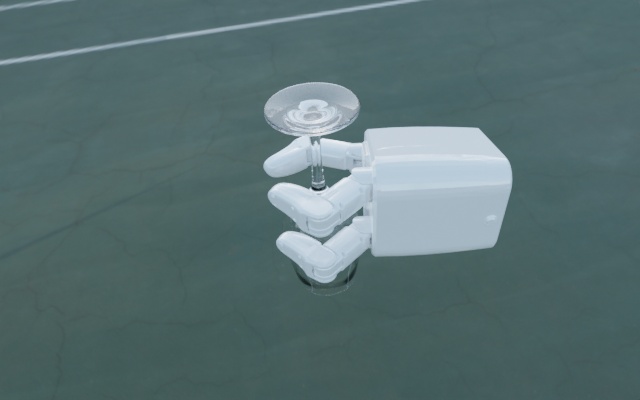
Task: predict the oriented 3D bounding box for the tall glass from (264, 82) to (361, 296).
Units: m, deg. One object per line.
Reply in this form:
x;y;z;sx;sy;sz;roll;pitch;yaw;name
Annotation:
0.000;0.001;0.431;0.079;0.201;0.079;-2;43;2;tall glass
